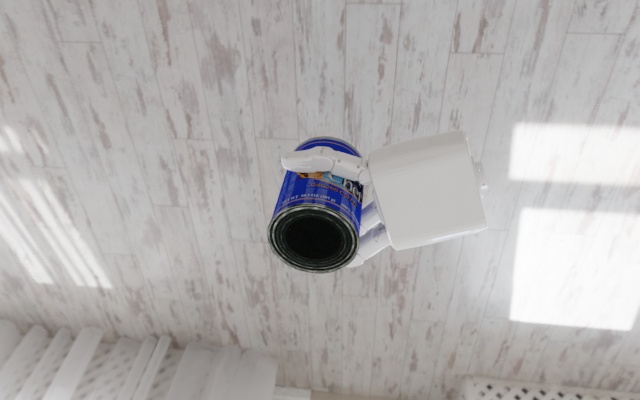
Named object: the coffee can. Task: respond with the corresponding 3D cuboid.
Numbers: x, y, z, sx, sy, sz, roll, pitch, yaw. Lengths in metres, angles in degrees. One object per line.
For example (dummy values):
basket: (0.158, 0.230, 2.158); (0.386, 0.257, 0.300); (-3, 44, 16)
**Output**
coffee can: (0.000, 0.002, 0.573); (0.103, 0.103, 0.140); (0, 38, 9)
